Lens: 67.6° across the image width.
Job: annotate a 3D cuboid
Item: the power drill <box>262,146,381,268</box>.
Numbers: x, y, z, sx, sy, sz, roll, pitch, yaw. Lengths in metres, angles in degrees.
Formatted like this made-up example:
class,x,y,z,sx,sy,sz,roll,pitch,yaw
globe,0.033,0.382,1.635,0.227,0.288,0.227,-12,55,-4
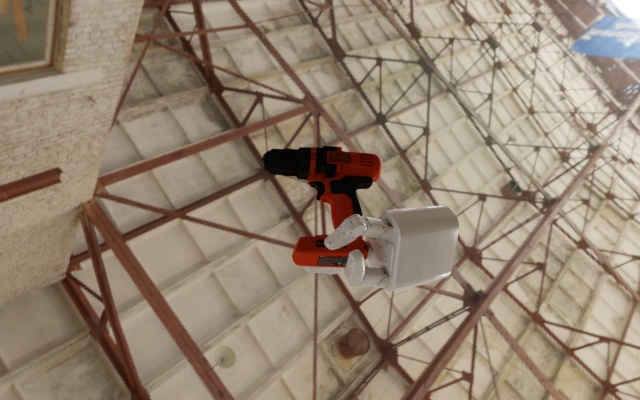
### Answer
class,x,y,z,sx,sy,sz,roll,pitch,yaw
power drill,0.000,0.003,0.706,0.184,0.187,0.057,3,-28,-1
